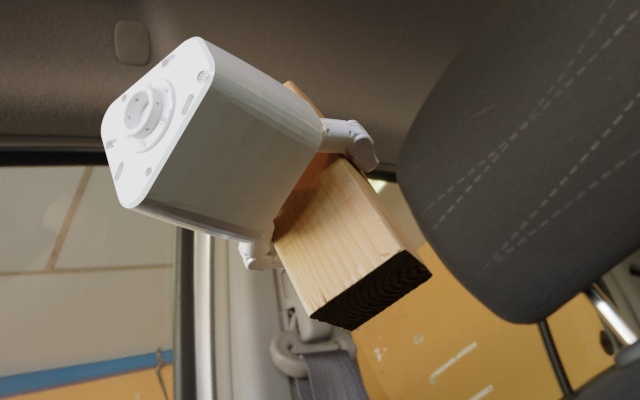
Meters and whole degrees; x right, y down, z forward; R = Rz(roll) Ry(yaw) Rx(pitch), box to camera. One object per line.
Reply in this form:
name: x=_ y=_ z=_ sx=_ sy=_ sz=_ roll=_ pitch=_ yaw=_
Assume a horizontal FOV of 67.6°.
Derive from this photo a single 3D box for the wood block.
wood block: x=0.000 y=0.001 z=0.435 sx=0.091 sy=0.206 sz=0.090 roll=-37 pitch=-33 yaw=10
